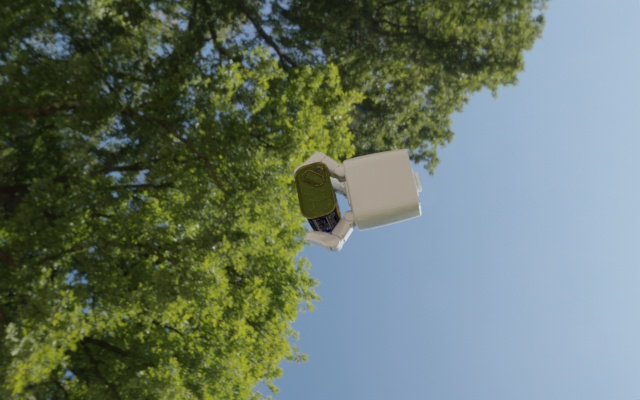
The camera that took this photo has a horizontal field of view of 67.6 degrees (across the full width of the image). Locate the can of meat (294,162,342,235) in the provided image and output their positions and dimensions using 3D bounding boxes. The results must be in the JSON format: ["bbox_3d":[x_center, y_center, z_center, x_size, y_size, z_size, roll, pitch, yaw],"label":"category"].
[{"bbox_3d":[0.000,0.003,0.785,0.057,0.102,0.084,-16,-33,6],"label":"can of meat"}]
